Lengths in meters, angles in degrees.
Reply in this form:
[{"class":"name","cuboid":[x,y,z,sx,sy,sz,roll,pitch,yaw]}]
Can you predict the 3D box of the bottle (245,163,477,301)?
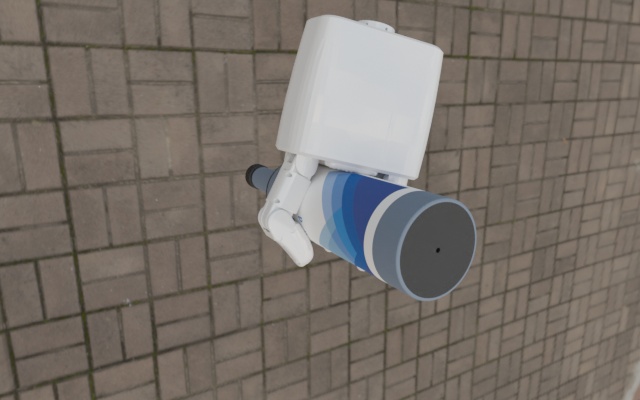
[{"class":"bottle","cuboid":[0.000,0.002,0.418,0.069,0.069,0.295,0,12,-30]}]
